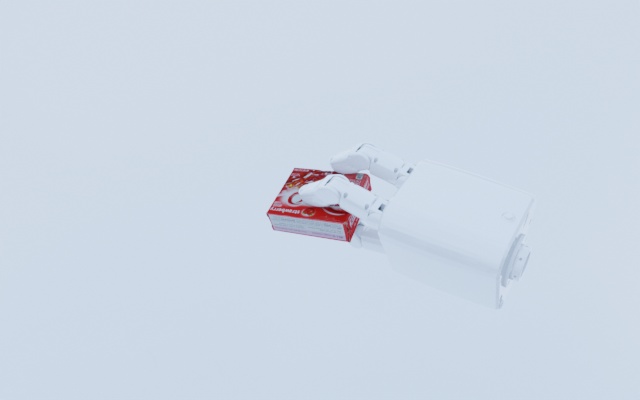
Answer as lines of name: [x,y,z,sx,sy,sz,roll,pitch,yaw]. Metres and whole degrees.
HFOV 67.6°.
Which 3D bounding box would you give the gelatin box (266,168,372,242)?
gelatin box: [0.000,0.002,0.494,0.089,0.030,0.073,7,46,23]
